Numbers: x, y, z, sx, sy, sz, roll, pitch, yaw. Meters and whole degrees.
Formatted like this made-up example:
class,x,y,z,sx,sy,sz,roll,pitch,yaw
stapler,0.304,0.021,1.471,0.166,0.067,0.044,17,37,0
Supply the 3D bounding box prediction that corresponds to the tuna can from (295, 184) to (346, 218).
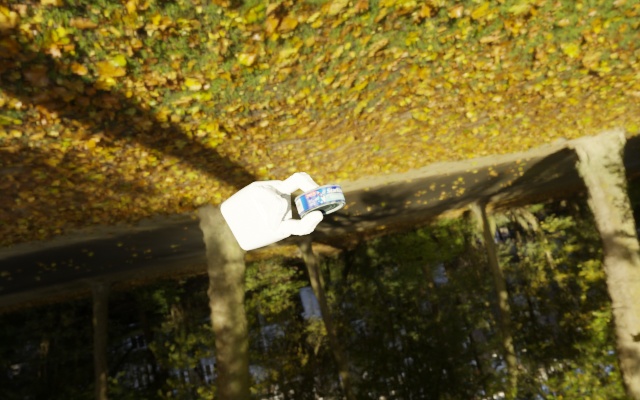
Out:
class,x,y,z,sx,sy,sz,roll,pitch,yaw
tuna can,0.000,0.003,0.845,0.086,0.033,0.086,-17,-13,-4
